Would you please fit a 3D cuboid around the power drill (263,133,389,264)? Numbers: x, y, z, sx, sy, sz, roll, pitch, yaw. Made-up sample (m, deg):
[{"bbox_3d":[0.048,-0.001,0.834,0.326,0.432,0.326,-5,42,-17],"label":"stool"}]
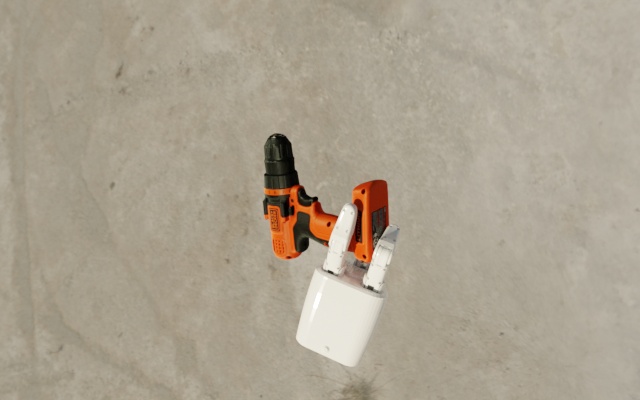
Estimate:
[{"bbox_3d":[0.000,0.002,0.648,0.187,0.184,0.057,8,21,38],"label":"power drill"}]
